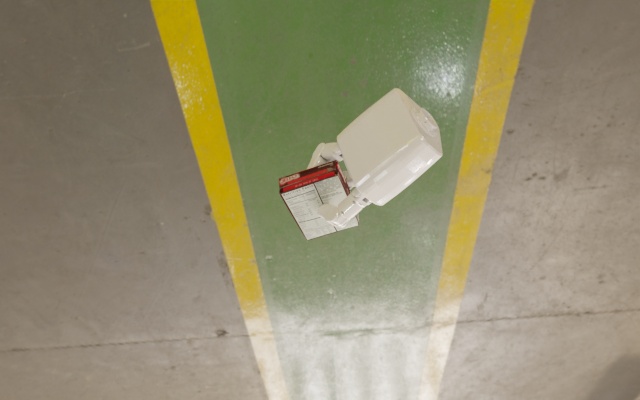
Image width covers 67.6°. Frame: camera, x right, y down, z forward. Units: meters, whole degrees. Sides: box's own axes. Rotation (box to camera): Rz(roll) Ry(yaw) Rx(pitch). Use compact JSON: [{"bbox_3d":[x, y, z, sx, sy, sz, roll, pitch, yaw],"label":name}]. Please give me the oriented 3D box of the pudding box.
[{"bbox_3d":[0.000,0.002,0.700,0.090,0.114,0.039,-17,41,10],"label":"pudding box"}]
